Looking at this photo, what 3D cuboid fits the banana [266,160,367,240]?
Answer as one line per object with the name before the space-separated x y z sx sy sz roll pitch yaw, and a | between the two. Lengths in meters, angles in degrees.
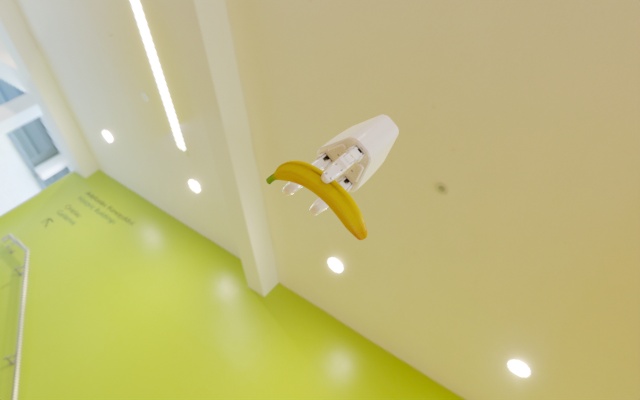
banana | 0.001 -0.013 0.766 0.197 0.070 0.037 33 44 19
